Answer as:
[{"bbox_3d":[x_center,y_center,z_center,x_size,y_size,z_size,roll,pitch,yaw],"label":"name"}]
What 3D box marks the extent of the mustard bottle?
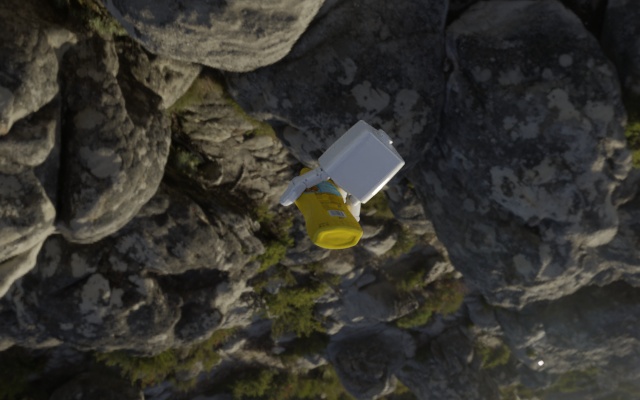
[{"bbox_3d":[0.000,0.003,0.879,0.096,0.058,0.191,4,39,-29],"label":"mustard bottle"}]
